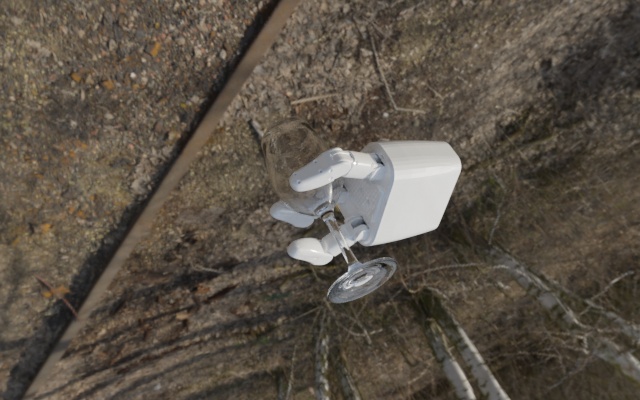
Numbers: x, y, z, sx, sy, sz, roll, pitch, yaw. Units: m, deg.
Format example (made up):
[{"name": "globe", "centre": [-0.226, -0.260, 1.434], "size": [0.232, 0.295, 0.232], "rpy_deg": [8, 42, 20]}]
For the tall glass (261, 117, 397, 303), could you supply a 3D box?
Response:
[{"name": "tall glass", "centre": [0.000, 0.002, 0.502], "size": [0.079, 0.201, 0.079], "rpy_deg": [-20, -31, -13]}]
